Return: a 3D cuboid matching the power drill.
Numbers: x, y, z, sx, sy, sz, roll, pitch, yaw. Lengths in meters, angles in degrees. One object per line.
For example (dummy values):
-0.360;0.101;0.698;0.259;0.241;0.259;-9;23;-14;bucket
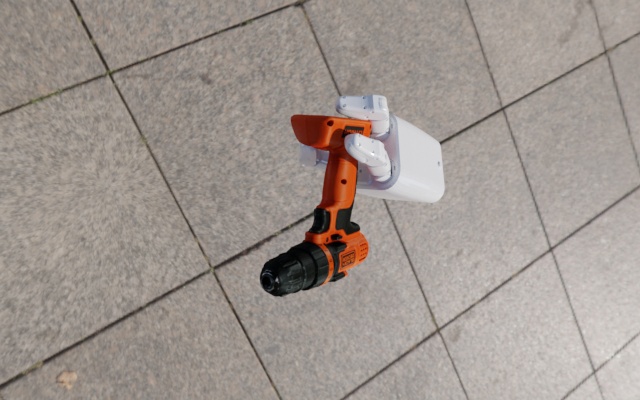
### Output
0.000;0.001;0.526;0.057;0.188;0.184;10;12;30;power drill
